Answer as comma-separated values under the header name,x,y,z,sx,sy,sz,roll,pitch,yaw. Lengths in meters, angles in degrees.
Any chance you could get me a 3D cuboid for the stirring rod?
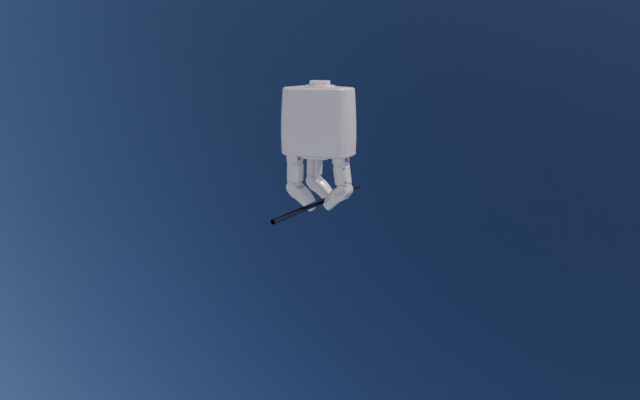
name,x,y,z,sx,sy,sz,roll,pitch,yaw
stirring rod,0.000,0.003,0.780,0.011,0.011,0.239,0,14,36
